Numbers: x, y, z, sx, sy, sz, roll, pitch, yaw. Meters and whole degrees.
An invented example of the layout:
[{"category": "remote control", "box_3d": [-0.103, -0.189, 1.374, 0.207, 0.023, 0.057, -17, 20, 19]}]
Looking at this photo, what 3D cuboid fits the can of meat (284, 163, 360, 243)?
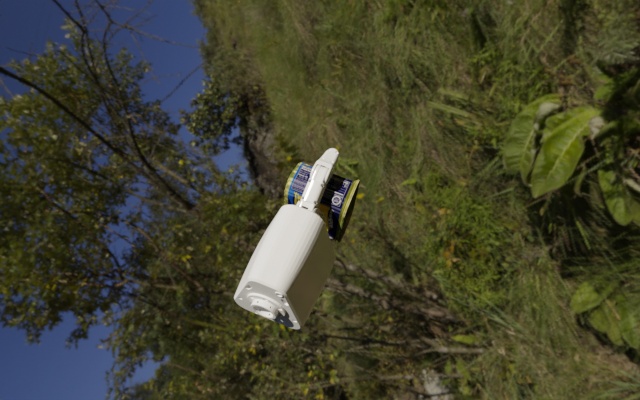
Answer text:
[{"category": "can of meat", "box_3d": [0.000, 0.002, 0.637, 0.084, 0.057, 0.102, 20, -30, 8]}]
